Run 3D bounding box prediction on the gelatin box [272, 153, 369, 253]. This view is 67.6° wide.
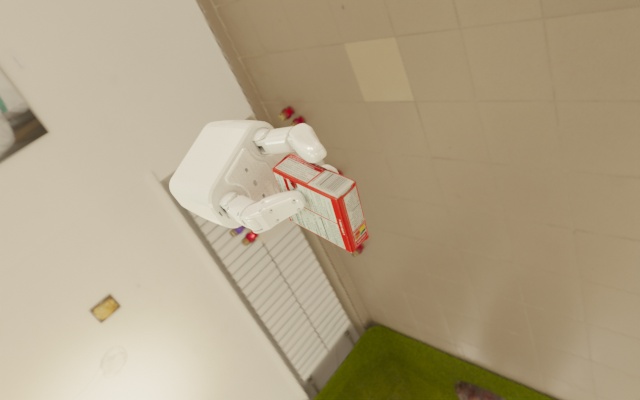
[{"bbox_3d":[0.000,0.002,0.457,0.089,0.073,0.030,26,57,38],"label":"gelatin box"}]
